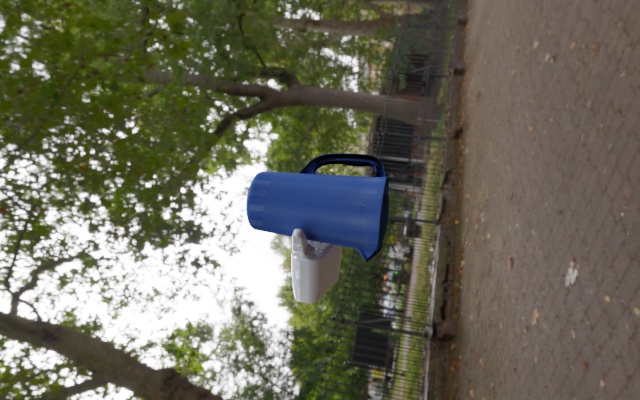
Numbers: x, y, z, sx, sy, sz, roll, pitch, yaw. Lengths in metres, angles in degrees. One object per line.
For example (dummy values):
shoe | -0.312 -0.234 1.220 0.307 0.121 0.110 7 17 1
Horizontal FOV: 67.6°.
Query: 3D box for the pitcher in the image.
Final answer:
pitcher | 0.000 0.003 0.848 0.243 0.145 0.149 7 31 12
